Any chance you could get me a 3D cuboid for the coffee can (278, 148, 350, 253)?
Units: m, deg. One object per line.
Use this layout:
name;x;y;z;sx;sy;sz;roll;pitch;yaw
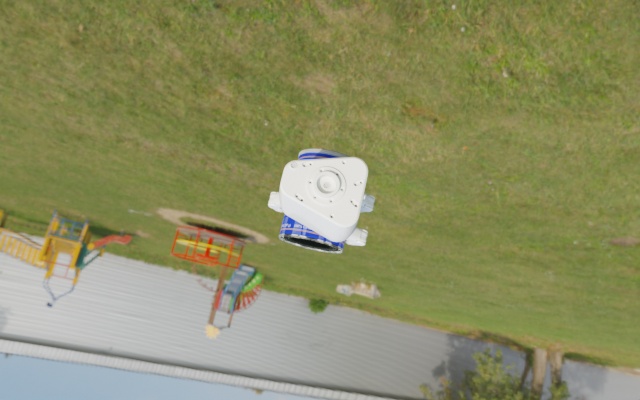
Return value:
coffee can;0.000;0.002;0.750;0.103;0.140;0.103;12;-13;3
